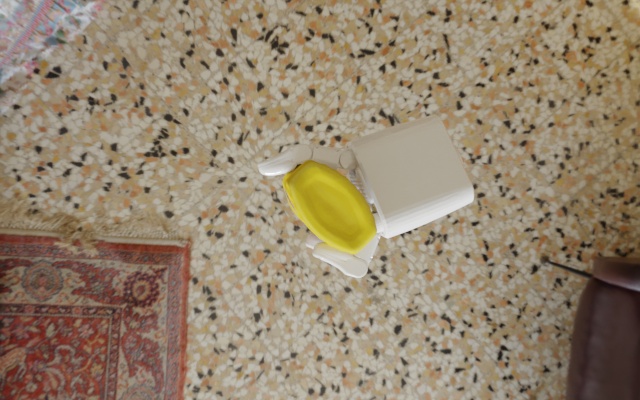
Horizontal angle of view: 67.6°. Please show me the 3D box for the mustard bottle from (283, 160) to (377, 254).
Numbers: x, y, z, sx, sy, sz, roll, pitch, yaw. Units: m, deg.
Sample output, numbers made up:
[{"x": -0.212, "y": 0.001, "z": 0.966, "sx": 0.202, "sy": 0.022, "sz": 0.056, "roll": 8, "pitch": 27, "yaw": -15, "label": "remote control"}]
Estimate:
[{"x": 0.000, "y": 0.002, "z": 0.524, "sx": 0.096, "sy": 0.058, "sz": 0.191, "roll": 45, "pitch": -3, "yaw": -8, "label": "mustard bottle"}]
